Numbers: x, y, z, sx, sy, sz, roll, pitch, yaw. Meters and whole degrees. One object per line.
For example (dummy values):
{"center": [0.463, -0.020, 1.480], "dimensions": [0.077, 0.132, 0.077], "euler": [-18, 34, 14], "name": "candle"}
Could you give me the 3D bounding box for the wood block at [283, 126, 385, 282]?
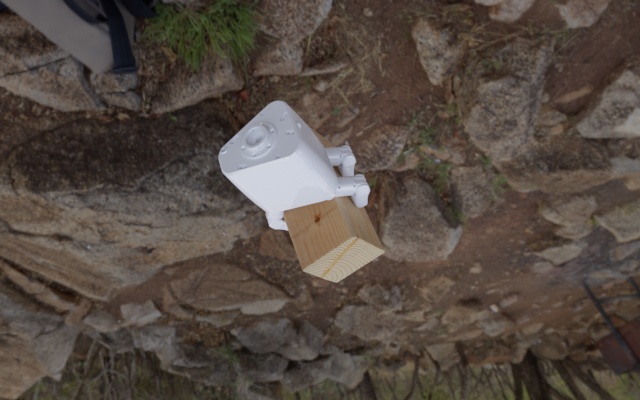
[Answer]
{"center": [0.000, 0.002, 0.700], "dimensions": [0.091, 0.206, 0.090], "euler": [-36, -36, 20], "name": "wood block"}
